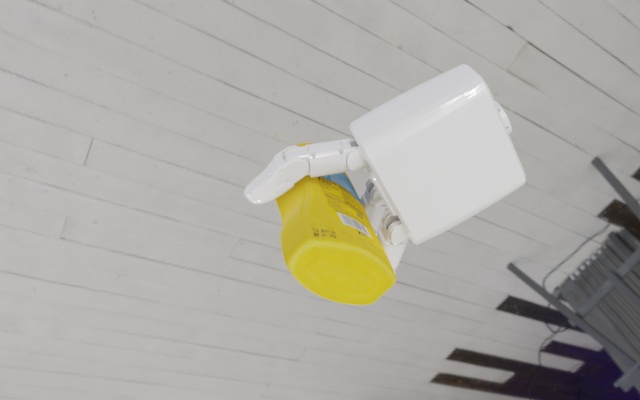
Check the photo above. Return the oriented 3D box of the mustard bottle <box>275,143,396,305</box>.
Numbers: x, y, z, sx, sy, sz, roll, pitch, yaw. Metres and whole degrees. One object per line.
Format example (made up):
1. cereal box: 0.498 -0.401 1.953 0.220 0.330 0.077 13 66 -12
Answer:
1. mustard bottle: 0.000 0.002 0.434 0.096 0.058 0.191 27 26 -30
